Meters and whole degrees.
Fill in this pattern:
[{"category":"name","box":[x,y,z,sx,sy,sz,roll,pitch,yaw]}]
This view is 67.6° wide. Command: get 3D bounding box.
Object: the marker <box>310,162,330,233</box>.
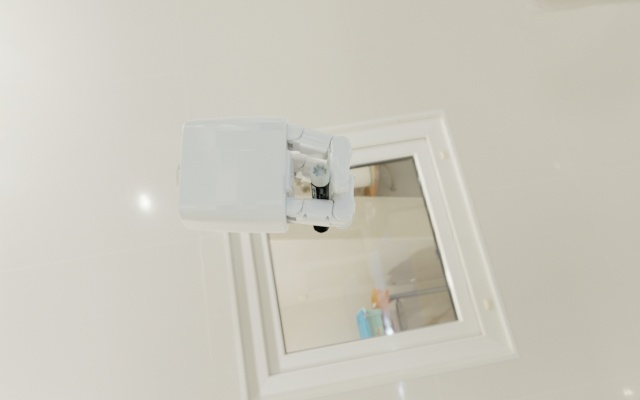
[{"category":"marker","box":[0.000,0.002,0.499,0.020,0.020,0.121,0,-30,1]}]
